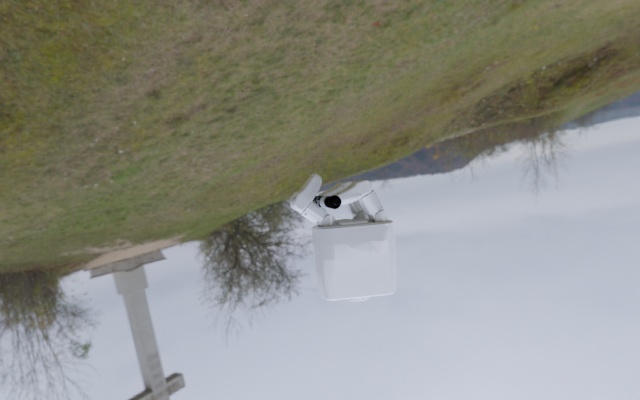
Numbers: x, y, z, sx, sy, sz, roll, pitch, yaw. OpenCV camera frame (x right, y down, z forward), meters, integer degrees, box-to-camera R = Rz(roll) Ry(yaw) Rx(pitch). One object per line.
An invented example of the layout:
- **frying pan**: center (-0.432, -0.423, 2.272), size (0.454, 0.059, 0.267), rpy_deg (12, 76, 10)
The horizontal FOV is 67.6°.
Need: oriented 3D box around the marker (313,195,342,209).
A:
- **marker**: center (0.000, 0.002, 0.687), size (0.020, 0.020, 0.121), rpy_deg (0, 0, -21)
